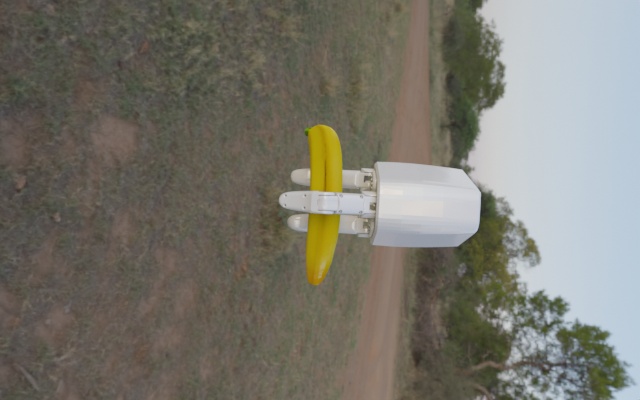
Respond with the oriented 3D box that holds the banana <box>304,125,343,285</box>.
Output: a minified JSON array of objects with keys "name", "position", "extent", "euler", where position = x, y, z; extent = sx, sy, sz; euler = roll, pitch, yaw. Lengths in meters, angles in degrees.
[{"name":"banana","position":[0.003,-0.008,0.534],"extent":[0.037,0.197,0.070],"euler":[4,-21,-9]}]
